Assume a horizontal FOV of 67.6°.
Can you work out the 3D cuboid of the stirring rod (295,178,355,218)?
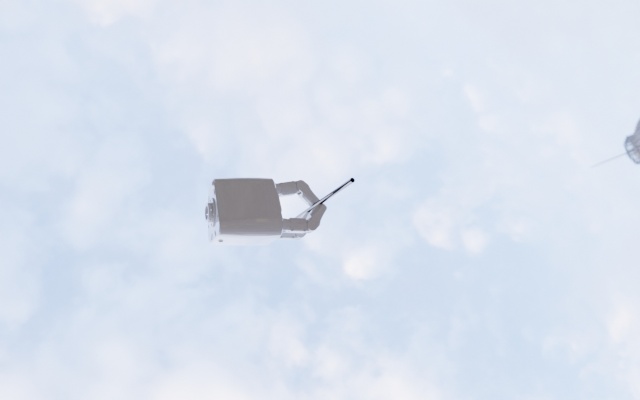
[{"bbox_3d":[0.000,0.003,0.834,0.011,0.011,0.239,0,-16,-25],"label":"stirring rod"}]
